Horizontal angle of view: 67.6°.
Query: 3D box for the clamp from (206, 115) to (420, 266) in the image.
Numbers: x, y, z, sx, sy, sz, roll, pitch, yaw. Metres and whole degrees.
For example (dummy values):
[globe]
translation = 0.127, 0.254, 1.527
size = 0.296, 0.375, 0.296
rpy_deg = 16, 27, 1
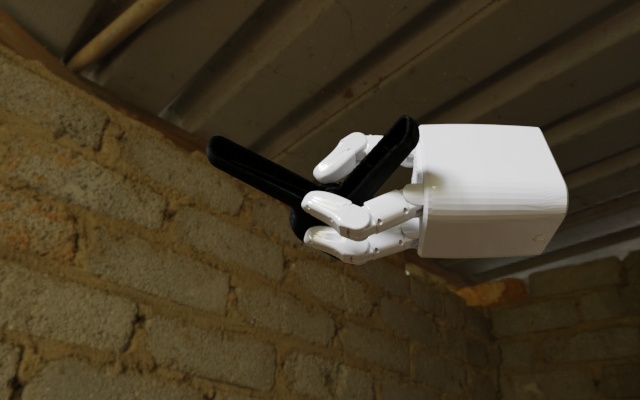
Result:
[clamp]
translation = 0.000, 0.001, 0.433
size = 0.164, 0.036, 0.210
rpy_deg = 1, -32, 8
